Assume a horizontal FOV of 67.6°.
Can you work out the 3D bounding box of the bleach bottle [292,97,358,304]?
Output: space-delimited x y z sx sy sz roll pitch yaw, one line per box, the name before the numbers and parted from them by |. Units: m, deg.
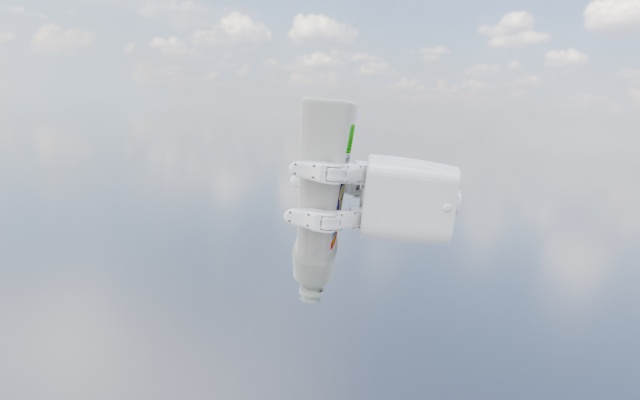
bleach bottle | 0.000 0.002 0.596 0.068 0.251 0.102 7 10 6
